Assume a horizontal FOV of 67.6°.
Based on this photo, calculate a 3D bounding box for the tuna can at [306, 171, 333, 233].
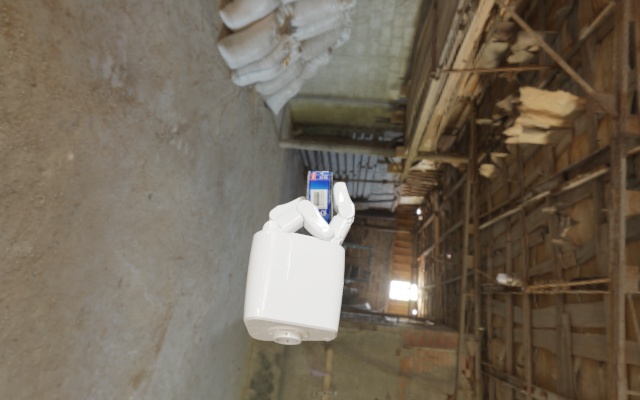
[{"bbox_3d":[0.001,0.002,0.657,0.034,0.086,0.086,0,0,3],"label":"tuna can"}]
